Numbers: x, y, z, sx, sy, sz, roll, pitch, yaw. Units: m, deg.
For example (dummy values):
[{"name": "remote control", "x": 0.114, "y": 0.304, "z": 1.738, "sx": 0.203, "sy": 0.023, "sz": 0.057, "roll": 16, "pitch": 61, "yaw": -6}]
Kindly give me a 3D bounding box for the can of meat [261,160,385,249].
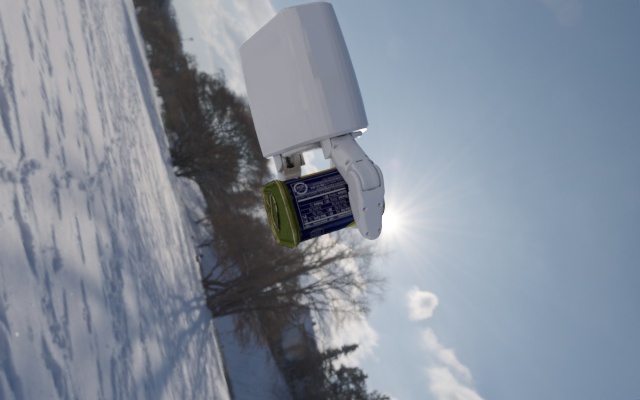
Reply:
[{"name": "can of meat", "x": 0.000, "y": 0.001, "z": 0.420, "sx": 0.084, "sy": 0.057, "sz": 0.102, "roll": -16, "pitch": 2, "yaw": -15}]
